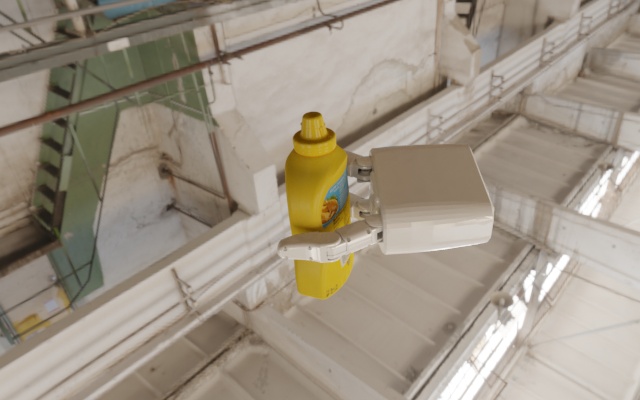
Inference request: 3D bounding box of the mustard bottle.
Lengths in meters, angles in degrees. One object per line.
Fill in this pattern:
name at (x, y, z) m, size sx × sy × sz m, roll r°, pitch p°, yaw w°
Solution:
mustard bottle at (0.000, 0.002, 0.489) m, size 0.058 × 0.192 × 0.096 m, roll 10°, pitch 36°, yaw 21°
